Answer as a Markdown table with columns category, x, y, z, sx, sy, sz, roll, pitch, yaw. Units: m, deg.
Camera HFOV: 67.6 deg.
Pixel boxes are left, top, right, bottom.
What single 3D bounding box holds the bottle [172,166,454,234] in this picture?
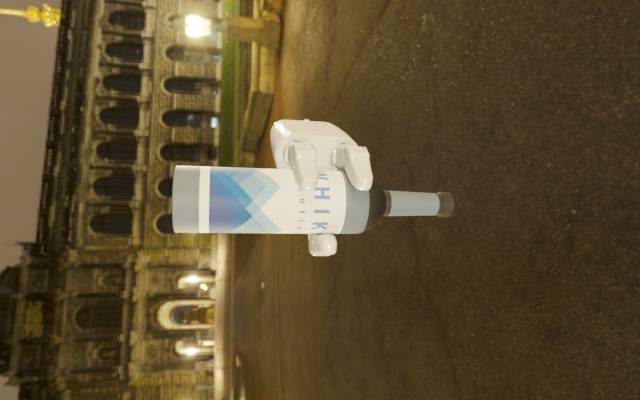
| category | x | y | z | sx | sy | sz | roll | pitch | yaw |
| --- | --- | --- | --- | --- | --- | --- | --- | --- | --- |
| bottle | 0.000 | 0.002 | 0.503 | 0.296 | 0.069 | 0.069 | 1 | 0 | -12 |
